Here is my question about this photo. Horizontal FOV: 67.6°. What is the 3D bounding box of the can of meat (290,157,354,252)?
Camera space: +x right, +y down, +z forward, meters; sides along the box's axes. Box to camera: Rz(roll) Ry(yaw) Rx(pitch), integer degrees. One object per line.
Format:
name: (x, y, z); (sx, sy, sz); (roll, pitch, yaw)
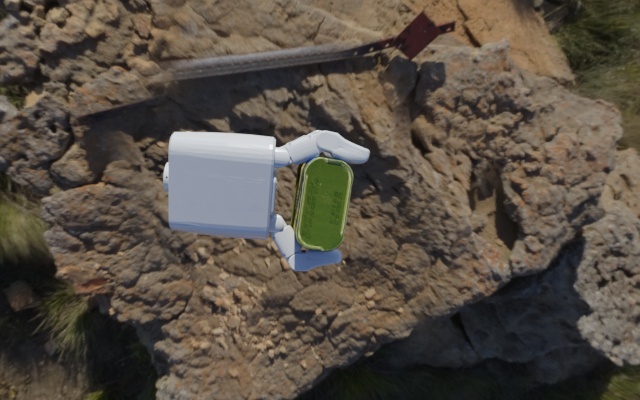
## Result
can of meat: (0.000, 0.002, 0.528); (0.057, 0.102, 0.084); (8, 3, -6)
